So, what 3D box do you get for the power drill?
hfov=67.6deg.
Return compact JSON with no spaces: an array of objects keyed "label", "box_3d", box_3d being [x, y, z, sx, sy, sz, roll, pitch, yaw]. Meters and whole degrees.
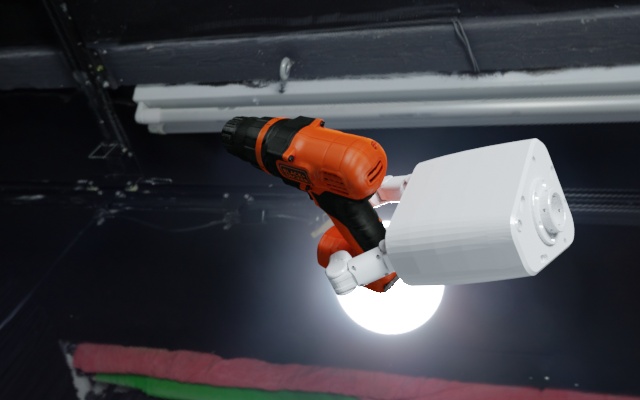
[{"label":"power drill","box_3d":[0.000,0.002,0.456,0.184,0.057,0.188,21,-28,42]}]
